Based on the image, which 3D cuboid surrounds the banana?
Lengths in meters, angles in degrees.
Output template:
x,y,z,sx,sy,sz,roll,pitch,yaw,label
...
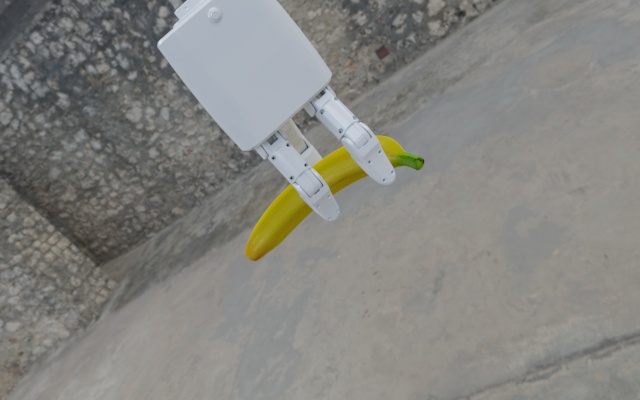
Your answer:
x,y,z,sx,sy,sz,roll,pitch,yaw,label
0.002,-0.010,0.469,0.198,0.037,0.069,-32,29,18,banana
